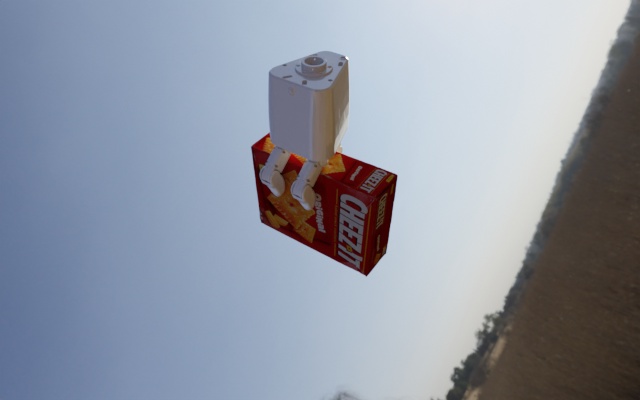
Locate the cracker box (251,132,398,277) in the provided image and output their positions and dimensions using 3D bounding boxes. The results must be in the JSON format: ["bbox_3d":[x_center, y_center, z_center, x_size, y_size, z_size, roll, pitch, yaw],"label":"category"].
[{"bbox_3d":[0.000,0.002,0.731,0.213,0.164,0.072,25,48,25],"label":"cracker box"}]
